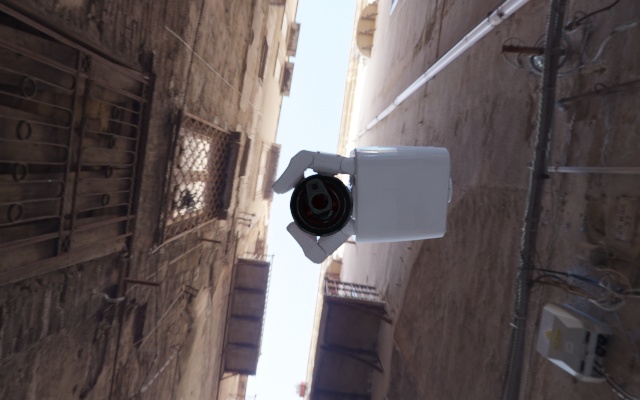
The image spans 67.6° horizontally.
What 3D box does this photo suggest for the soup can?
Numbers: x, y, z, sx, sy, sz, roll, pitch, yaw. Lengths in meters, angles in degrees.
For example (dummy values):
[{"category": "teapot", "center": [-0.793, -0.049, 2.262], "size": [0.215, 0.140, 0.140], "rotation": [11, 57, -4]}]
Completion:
[{"category": "soup can", "center": [0.000, 0.002, 0.555], "size": [0.068, 0.068, 0.102], "rotation": [0, 4, -1]}]
